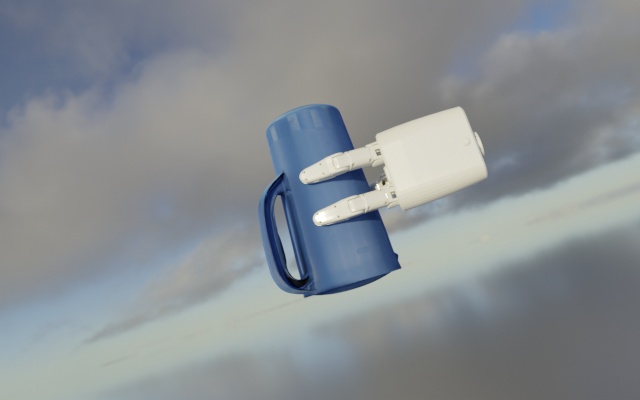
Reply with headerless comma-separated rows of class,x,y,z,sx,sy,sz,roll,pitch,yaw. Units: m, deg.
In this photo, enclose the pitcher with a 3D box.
pitcher,0.000,0.002,0.634,0.145,0.242,0.149,-20,-10,12
